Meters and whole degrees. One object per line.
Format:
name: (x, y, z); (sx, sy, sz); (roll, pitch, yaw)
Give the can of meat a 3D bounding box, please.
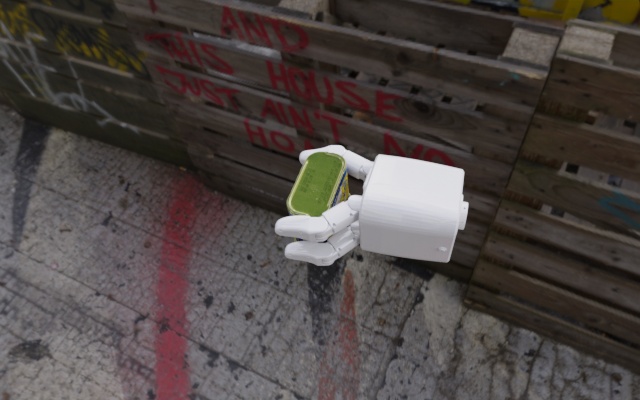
can of meat: (0.000, 0.002, 0.591); (0.057, 0.102, 0.084); (13, -31, 15)
